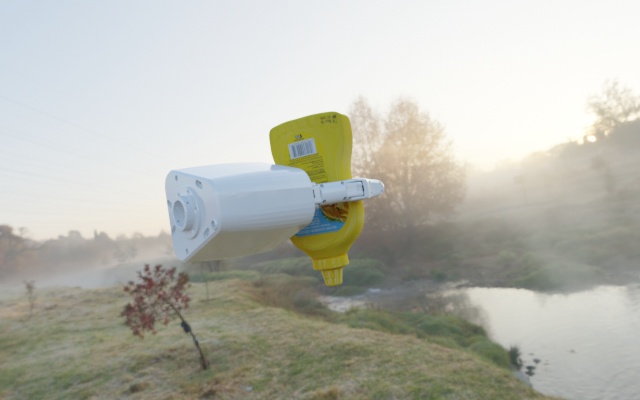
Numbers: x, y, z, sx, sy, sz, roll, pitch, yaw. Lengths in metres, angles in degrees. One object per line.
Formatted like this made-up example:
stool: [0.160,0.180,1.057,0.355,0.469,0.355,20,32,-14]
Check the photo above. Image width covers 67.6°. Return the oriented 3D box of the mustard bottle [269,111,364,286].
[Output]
mustard bottle: [0.000,0.002,0.547,0.096,0.191,0.058,-10,-3,25]
